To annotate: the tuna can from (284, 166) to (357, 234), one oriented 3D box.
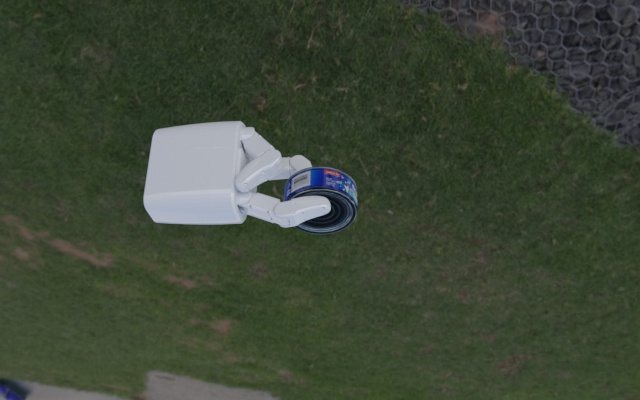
[{"bbox_3d":[0.000,0.002,0.550,0.086,0.033,0.086,0,-40,0],"label":"tuna can"}]
